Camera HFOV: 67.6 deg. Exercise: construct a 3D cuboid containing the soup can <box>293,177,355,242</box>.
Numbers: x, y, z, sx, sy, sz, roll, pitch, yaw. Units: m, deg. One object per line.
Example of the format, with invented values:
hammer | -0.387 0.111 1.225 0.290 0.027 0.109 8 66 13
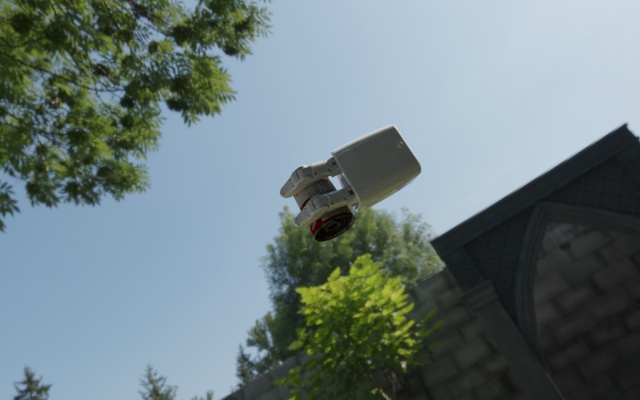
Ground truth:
soup can | 0.000 0.002 0.735 0.068 0.102 0.068 -23 -26 -12
